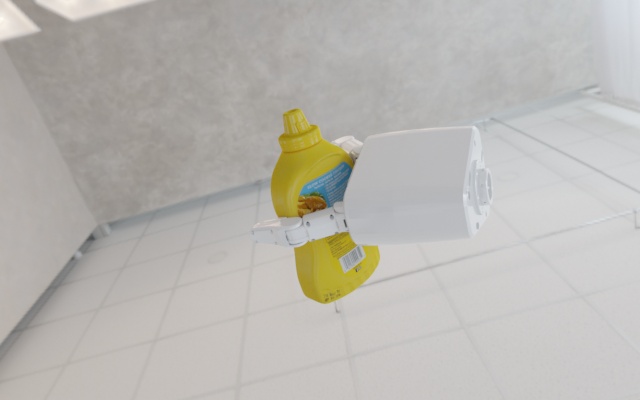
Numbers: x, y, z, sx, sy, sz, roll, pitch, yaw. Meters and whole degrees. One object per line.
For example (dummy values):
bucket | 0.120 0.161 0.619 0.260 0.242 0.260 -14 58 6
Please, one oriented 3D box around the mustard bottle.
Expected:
mustard bottle | 0.000 0.002 0.480 0.096 0.192 0.058 -32 27 -31
